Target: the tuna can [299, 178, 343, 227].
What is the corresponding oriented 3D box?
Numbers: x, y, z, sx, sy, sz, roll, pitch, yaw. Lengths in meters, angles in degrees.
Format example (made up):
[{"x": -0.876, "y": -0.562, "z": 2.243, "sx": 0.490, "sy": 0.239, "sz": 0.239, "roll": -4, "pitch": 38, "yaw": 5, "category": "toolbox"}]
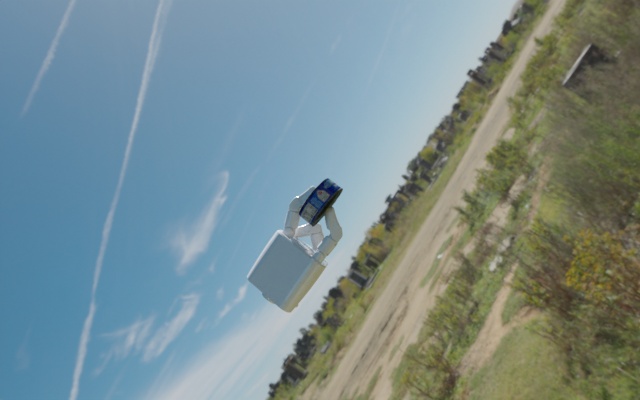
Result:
[{"x": 0.000, "y": 0.002, "z": 0.839, "sx": 0.034, "sy": 0.086, "sz": 0.086, "roll": 39, "pitch": 6, "yaw": 8, "category": "tuna can"}]
